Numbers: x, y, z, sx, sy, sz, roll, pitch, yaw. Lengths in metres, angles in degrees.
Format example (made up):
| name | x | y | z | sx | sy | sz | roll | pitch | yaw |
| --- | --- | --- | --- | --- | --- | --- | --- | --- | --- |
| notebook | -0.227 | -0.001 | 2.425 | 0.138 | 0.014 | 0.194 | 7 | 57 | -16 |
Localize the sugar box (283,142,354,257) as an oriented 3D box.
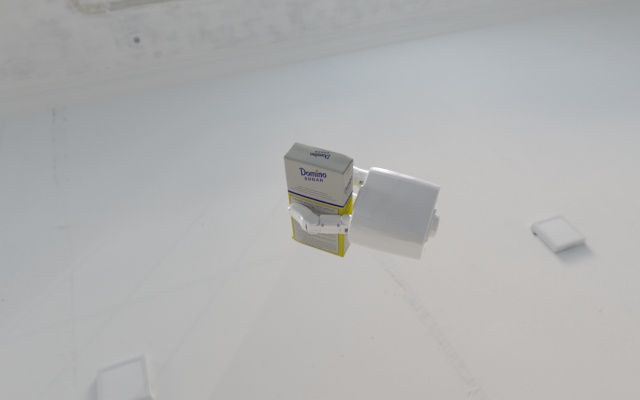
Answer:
| name | x | y | z | sx | sy | sz | roll | pitch | yaw |
| --- | --- | --- | --- | --- | --- | --- | --- | --- | --- |
| sugar box | 0.000 | 0.002 | 0.713 | 0.093 | 0.176 | 0.048 | 17 | 46 | 18 |
